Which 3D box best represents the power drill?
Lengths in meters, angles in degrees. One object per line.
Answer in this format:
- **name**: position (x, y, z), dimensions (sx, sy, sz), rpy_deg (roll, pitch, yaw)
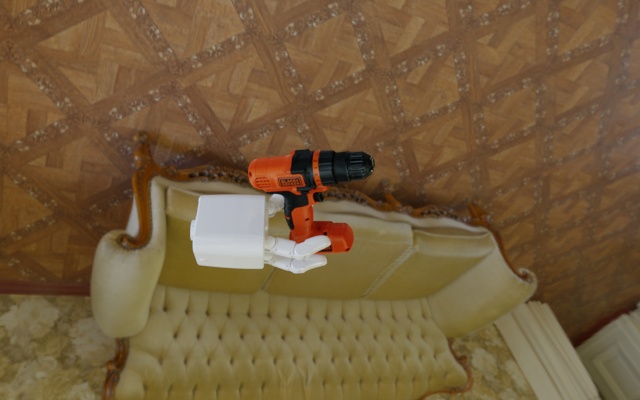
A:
- **power drill**: position (0.000, 0.003, 0.731), dimensions (0.184, 0.188, 0.057), rpy_deg (-2, 43, 15)
